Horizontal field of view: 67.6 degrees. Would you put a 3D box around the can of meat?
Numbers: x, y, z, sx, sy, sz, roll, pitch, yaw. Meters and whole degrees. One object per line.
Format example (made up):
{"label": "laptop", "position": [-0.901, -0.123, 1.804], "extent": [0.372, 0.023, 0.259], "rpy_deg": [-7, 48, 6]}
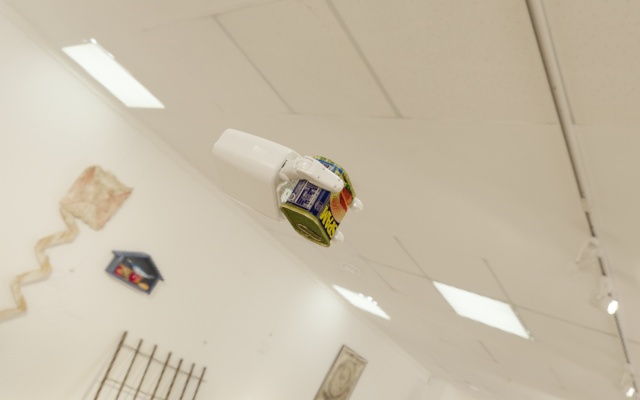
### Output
{"label": "can of meat", "position": [0.000, 0.002, 0.637], "extent": [0.057, 0.084, 0.102], "rpy_deg": [22, -20, 25]}
